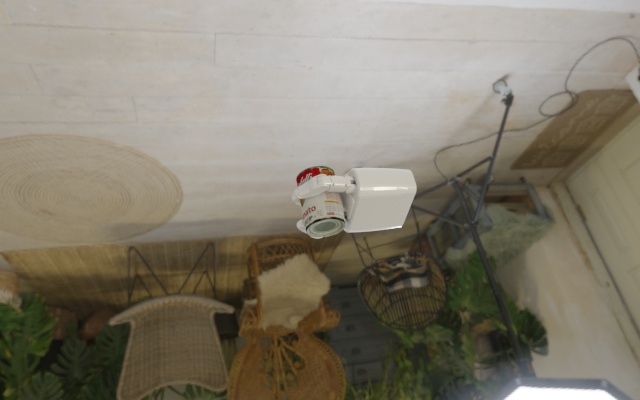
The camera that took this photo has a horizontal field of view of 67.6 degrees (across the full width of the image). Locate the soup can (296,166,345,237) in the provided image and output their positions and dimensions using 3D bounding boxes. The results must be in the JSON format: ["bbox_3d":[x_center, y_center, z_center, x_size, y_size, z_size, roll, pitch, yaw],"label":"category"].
[{"bbox_3d":[0.000,0.003,0.800,0.068,0.102,0.068,-9,-29,-5],"label":"soup can"}]
